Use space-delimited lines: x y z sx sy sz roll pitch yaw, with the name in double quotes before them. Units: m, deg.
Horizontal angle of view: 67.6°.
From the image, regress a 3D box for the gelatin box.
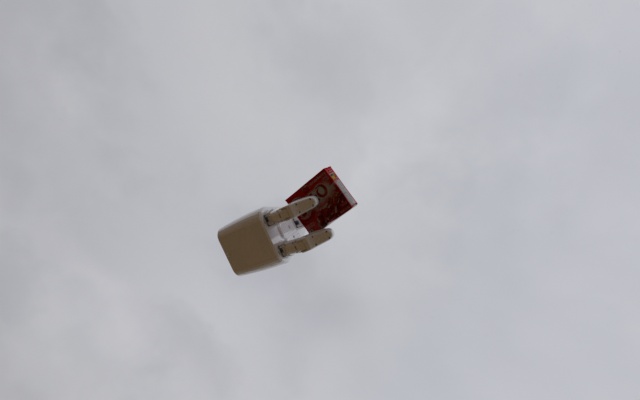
"gelatin box" 0.001 0.002 0.732 0.089 0.073 0.030 -37 -4 26
